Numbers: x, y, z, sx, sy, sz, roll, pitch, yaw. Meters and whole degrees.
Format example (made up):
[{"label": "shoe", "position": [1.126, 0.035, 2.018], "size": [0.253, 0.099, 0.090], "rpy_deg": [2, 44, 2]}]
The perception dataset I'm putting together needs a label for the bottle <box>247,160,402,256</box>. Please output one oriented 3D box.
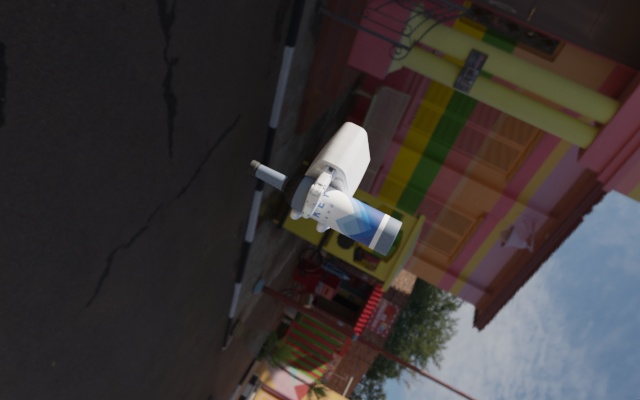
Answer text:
[{"label": "bottle", "position": [0.000, 0.003, 0.867], "size": [0.295, 0.069, 0.069], "rpy_deg": [27, 4, 8]}]
